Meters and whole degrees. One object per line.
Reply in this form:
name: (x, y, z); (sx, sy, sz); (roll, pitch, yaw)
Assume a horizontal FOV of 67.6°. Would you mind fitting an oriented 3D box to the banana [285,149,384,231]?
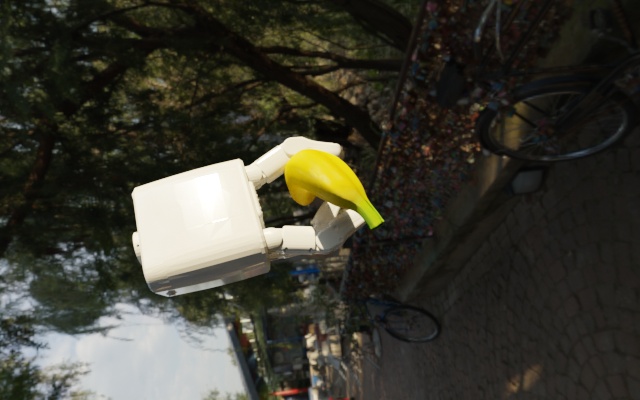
banana: (-0.006, -0.015, 0.441); (0.037, 0.070, 0.198); (-24, 13, -13)
